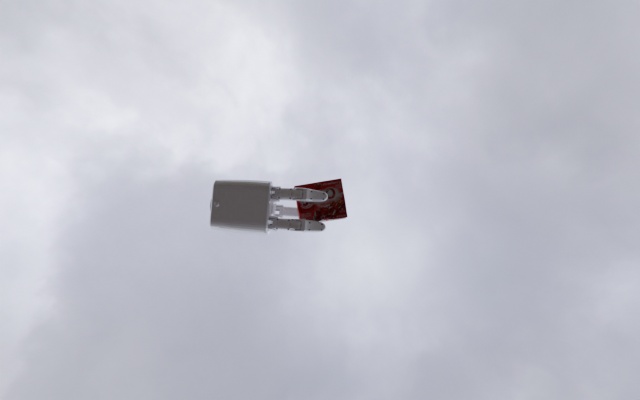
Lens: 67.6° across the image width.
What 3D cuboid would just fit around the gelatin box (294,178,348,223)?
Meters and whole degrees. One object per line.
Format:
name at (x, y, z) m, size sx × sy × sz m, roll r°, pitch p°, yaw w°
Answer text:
gelatin box at (0.000, 0.003, 0.875) m, size 0.089 × 0.073 × 0.030 m, roll -9°, pitch -6°, yaw -4°
